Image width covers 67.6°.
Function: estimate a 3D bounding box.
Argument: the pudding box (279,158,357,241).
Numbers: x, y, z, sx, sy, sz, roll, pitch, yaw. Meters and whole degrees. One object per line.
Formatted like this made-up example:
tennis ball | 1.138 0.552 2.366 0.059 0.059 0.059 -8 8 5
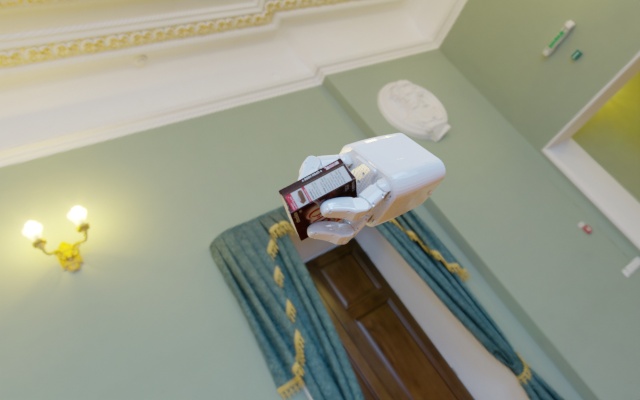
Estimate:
pudding box | 0.000 0.002 0.612 0.090 0.039 0.113 -29 -23 -6
